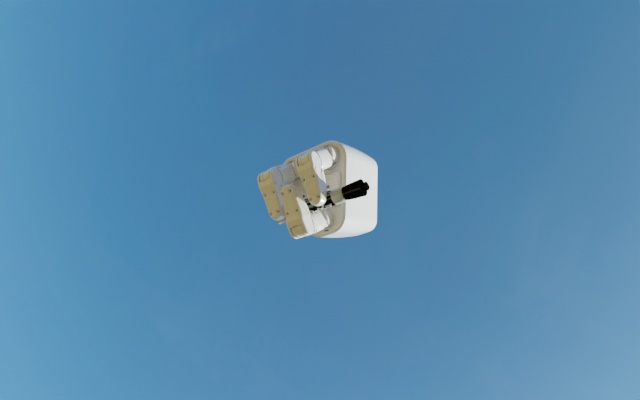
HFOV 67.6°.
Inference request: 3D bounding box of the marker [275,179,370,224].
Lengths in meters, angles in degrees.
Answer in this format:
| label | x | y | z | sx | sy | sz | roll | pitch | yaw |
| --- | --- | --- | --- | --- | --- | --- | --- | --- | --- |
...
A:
| label | x | y | z | sx | sy | sz | roll | pitch | yaw |
| --- | --- | --- | --- | --- | --- | --- | --- | --- | --- |
| marker | 0.000 | 0.002 | 0.536 | 0.121 | 0.020 | 0.020 | -19 | -9 | 28 |
